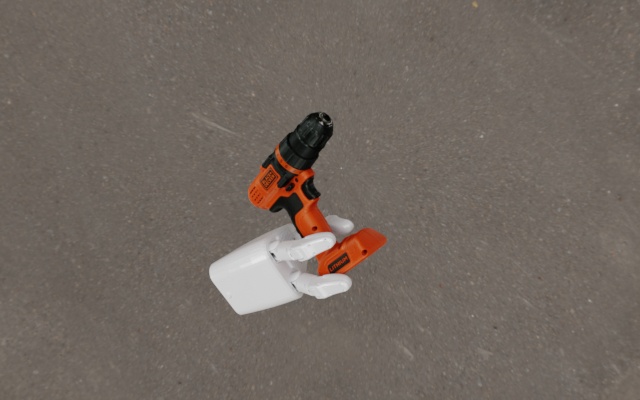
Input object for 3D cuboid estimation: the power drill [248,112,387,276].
[{"bbox_3d":[0.000,0.003,0.623,0.057,0.187,0.184,-27,-13,-45],"label":"power drill"}]
